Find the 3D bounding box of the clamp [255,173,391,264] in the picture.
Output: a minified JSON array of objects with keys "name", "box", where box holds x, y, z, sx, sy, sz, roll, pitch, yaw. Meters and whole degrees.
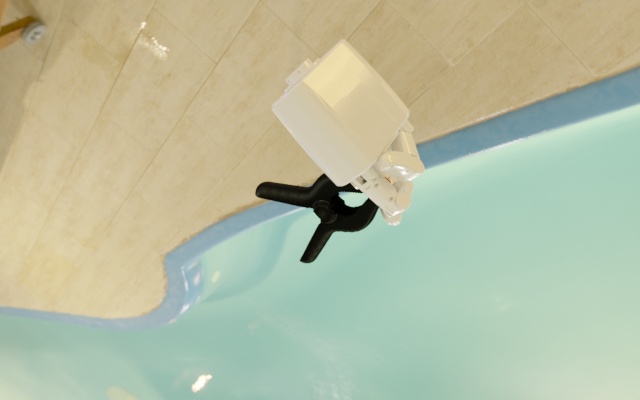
[{"name":"clamp","box":[0.000,0.002,0.562,0.171,0.120,0.039,-33,16,37]}]
